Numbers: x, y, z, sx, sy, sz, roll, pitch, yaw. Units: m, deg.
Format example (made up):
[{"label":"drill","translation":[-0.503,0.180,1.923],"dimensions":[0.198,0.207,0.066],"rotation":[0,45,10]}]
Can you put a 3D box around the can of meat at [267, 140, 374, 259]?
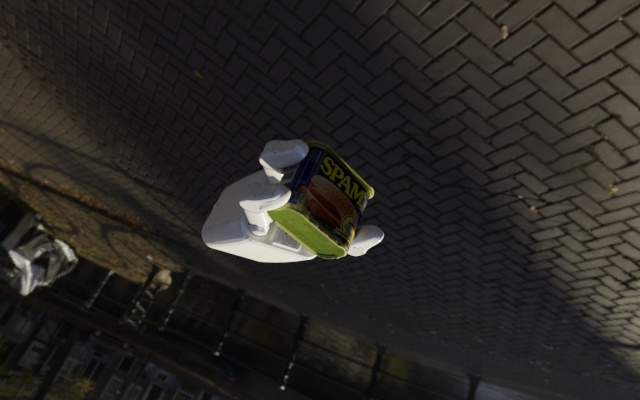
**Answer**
[{"label":"can of meat","translation":[0.000,0.002,0.507],"dimensions":[0.057,0.084,0.102],"rotation":[-11,-44,47]}]
